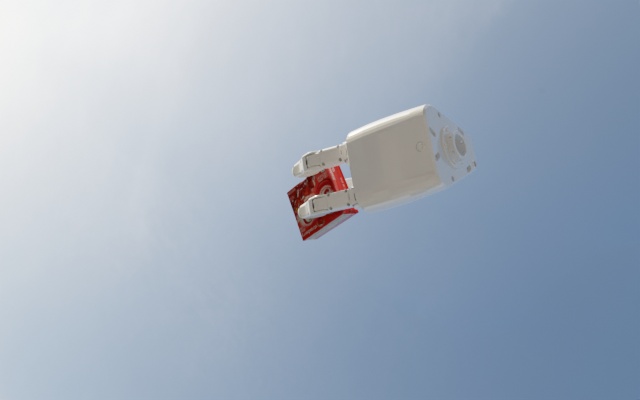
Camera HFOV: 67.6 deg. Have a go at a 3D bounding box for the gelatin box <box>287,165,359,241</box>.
[{"bbox_3d":[0.000,0.002,0.624,0.030,0.073,0.089,-3,-25,-43],"label":"gelatin box"}]
